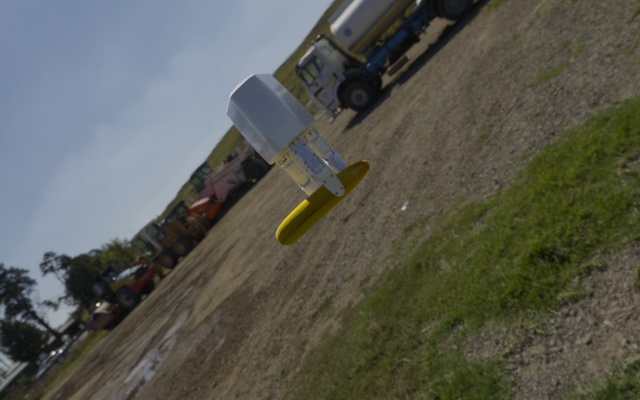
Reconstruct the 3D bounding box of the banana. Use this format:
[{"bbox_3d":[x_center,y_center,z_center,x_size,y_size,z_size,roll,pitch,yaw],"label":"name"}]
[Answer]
[{"bbox_3d":[-0.008,0.010,0.707,0.198,0.037,0.069,-43,1,26],"label":"banana"}]
